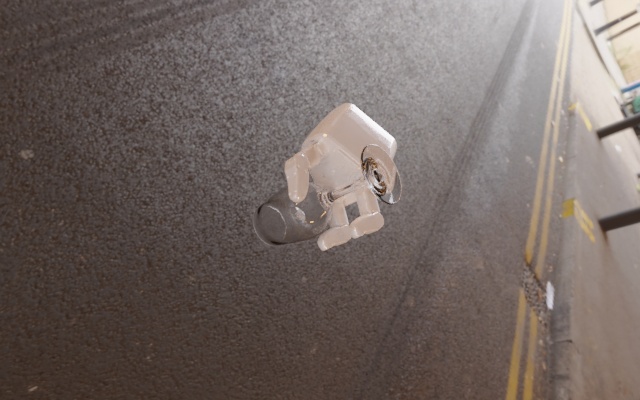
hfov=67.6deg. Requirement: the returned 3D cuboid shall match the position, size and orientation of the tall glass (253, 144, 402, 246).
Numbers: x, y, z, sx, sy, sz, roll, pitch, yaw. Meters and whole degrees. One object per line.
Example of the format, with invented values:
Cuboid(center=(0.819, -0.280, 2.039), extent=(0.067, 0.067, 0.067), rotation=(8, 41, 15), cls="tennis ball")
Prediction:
Cuboid(center=(0.000, 0.002, 0.608), extent=(0.201, 0.079, 0.079), rotation=(-25, -16, 38), cls="tall glass")
